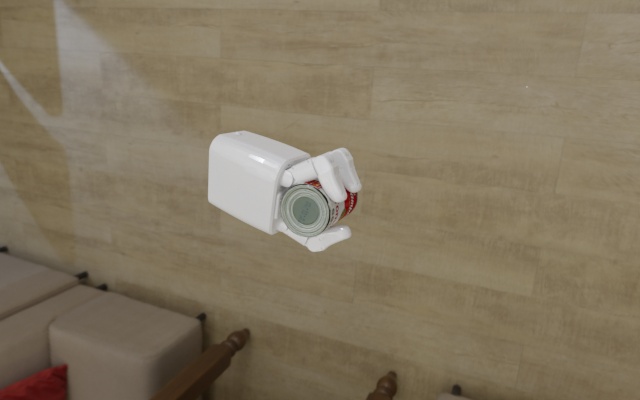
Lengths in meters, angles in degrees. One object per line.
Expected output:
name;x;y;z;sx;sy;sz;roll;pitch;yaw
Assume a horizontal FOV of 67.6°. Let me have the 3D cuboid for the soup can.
soup can;0.000;0.002;0.616;0.068;0.068;0.102;0;12;23
